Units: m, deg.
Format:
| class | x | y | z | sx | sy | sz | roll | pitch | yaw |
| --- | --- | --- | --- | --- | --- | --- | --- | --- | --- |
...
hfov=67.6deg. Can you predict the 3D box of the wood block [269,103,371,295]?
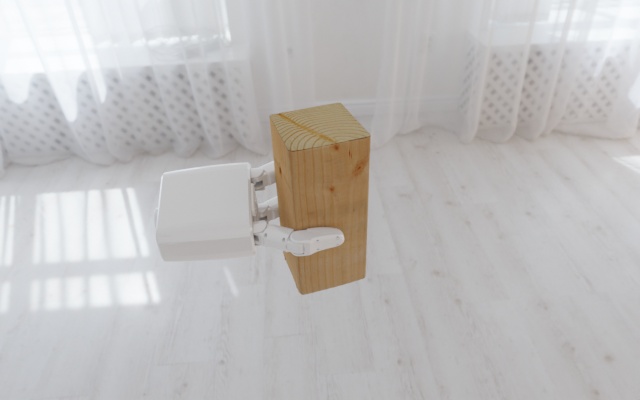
| class | x | y | z | sx | sy | sz | roll | pitch | yaw |
| --- | --- | --- | --- | --- | --- | --- | --- | --- | --- |
| wood block | 0.000 | 0.002 | 0.573 | 0.090 | 0.206 | 0.090 | -13 | 38 | -14 |
